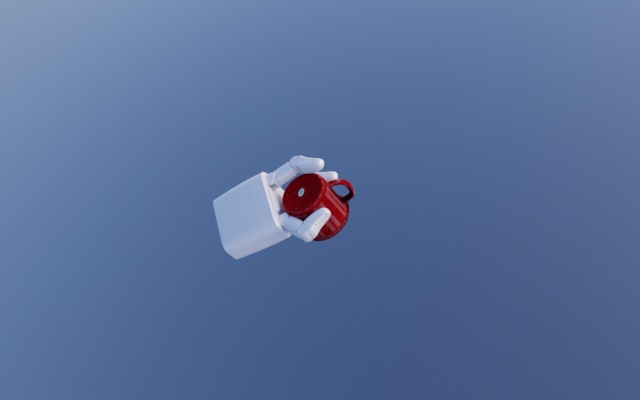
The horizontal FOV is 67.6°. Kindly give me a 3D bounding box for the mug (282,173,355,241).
[{"bbox_3d":[0.001,0.002,0.786,0.117,0.093,0.081,-27,-43,14],"label":"mug"}]
